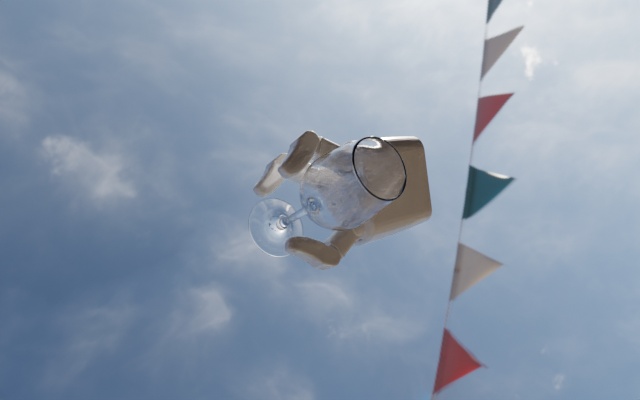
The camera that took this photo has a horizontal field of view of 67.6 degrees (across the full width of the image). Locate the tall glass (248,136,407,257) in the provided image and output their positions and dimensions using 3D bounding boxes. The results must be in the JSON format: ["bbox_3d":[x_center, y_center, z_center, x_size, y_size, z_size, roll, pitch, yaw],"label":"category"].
[{"bbox_3d":[0.000,0.002,0.499,0.079,0.079,0.201,0,-18,-34],"label":"tall glass"}]
